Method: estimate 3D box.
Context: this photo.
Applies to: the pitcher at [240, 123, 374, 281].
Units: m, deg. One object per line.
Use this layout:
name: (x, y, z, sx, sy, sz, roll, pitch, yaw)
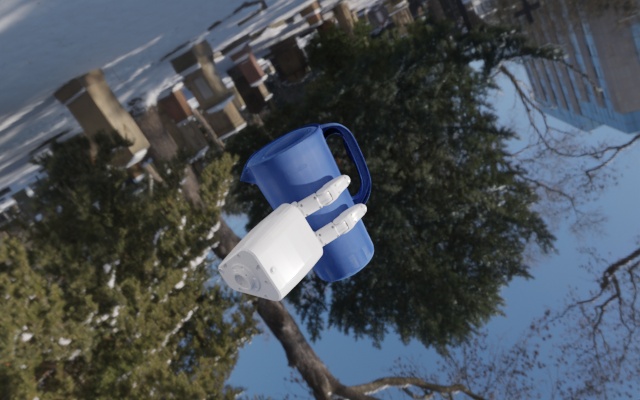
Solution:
pitcher: (0.000, 0.003, 0.775, 0.149, 0.243, 0.145, -11, 25, 43)
